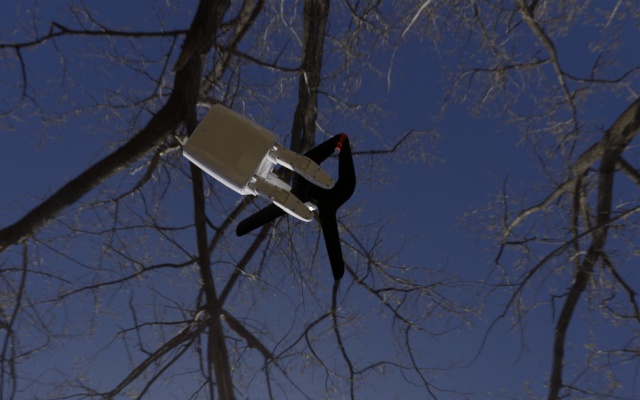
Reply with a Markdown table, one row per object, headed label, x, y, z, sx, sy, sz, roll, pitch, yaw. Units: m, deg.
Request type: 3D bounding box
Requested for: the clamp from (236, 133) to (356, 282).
| label | x | y | z | sx | sy | sz | roll | pitch | yaw |
| --- | --- | --- | --- | --- | --- | --- | --- | --- | --- |
| clamp | 0.000 | 0.002 | 0.693 | 0.164 | 0.210 | 0.036 | 32 | -12 | 2 |
